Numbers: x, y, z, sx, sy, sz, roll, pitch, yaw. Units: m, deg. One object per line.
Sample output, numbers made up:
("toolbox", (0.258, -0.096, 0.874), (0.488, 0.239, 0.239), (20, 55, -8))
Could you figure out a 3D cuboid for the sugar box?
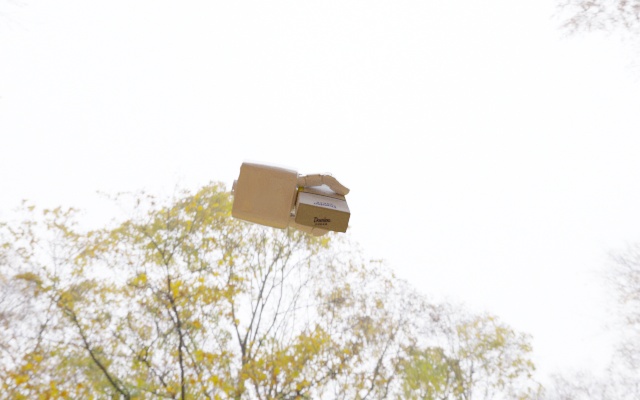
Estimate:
("sugar box", (0.000, 0.003, 0.884), (0.093, 0.048, 0.176), (12, 20, -6))
